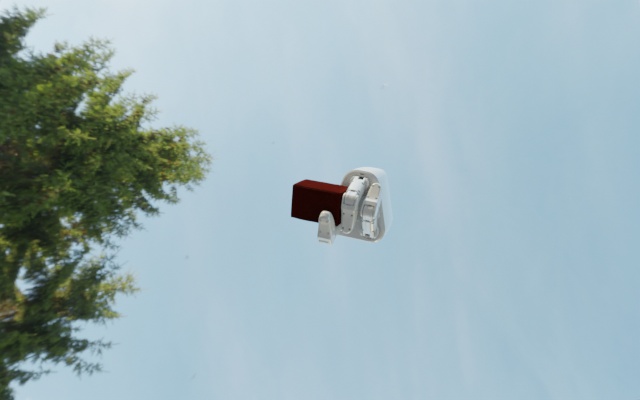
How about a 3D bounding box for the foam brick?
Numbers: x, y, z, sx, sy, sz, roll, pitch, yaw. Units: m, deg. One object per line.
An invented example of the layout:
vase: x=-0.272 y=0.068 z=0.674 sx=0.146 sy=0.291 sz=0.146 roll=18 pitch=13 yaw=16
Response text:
foam brick: x=0.000 y=0.002 z=0.729 sx=0.078 sy=0.053 sz=0.051 roll=11 pitch=17 yaw=16
